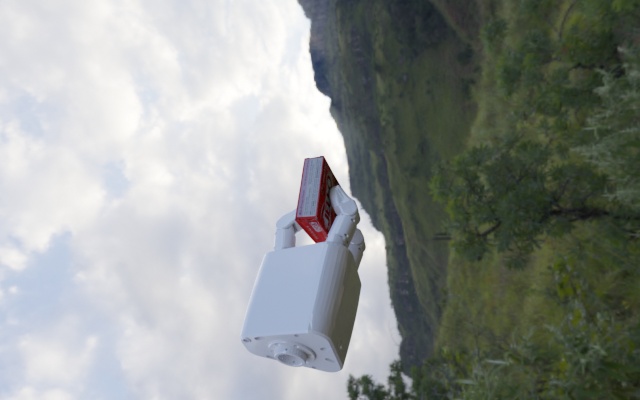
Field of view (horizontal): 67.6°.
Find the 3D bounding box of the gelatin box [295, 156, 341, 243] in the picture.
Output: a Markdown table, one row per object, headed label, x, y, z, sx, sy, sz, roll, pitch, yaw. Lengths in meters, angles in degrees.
| label | x | y | z | sx | sy | sz | roll | pitch | yaw |
| --- | --- | --- | --- | --- | --- | --- | --- | --- | --- |
| gelatin box | 0.000 | 0.002 | 0.589 | 0.030 | 0.089 | 0.073 | -5 | -31 | 19 |
